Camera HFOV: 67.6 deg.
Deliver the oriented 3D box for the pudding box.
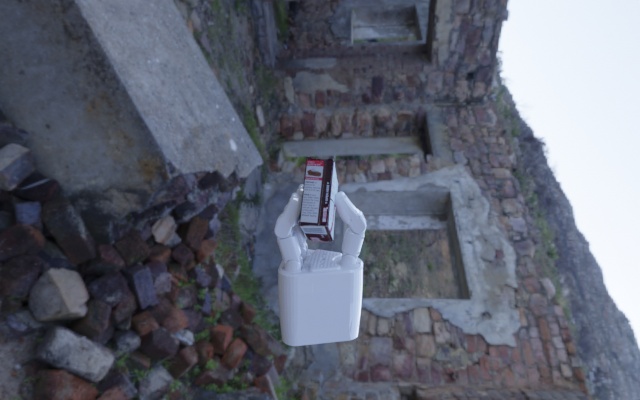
[{"bbox_3d":[0.000,0.002,0.632,0.039,0.090,0.113,4,-13,4],"label":"pudding box"}]
